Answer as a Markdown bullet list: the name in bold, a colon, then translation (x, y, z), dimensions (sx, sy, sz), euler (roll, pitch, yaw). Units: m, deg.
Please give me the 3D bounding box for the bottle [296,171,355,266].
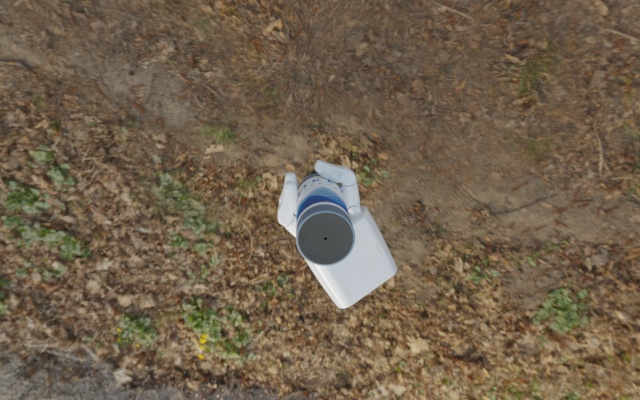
- **bottle**: translation (0.000, 0.002, 0.672), dimensions (0.069, 0.069, 0.295), euler (0, 16, -2)
